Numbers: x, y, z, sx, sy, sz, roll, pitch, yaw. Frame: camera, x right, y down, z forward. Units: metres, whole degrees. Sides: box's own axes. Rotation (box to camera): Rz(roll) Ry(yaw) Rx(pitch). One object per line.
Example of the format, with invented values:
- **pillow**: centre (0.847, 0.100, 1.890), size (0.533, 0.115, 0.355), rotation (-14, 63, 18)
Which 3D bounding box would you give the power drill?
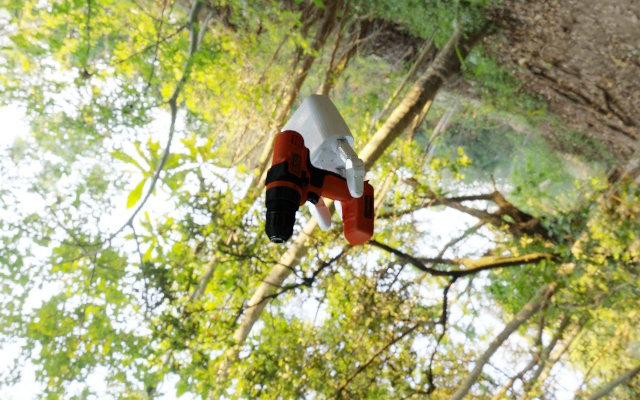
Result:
- **power drill**: centre (0.000, 0.002, 0.723), size (0.188, 0.184, 0.057), rotation (27, -36, -33)
